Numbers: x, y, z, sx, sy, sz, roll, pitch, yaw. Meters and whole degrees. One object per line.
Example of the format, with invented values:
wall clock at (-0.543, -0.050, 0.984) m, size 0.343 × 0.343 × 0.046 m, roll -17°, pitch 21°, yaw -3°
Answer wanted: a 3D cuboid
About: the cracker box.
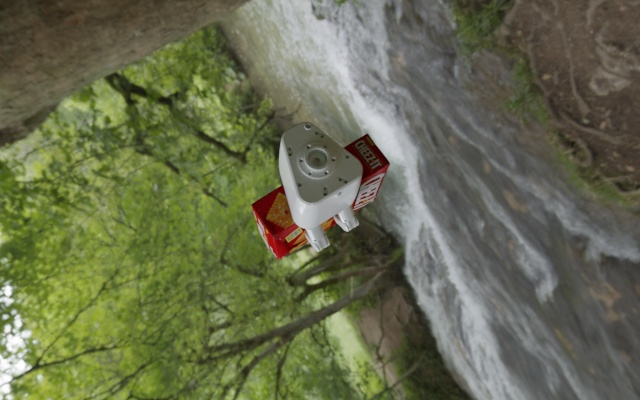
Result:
cracker box at (0.000, 0.003, 0.782) m, size 0.213 × 0.072 × 0.164 m, roll -31°, pitch -15°, yaw -12°
